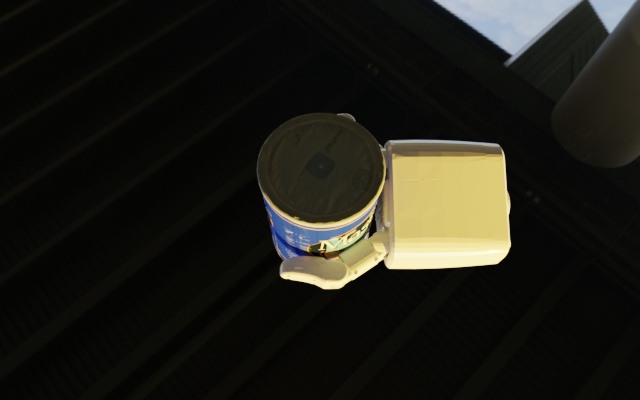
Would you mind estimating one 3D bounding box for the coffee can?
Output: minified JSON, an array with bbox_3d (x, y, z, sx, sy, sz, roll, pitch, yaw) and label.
[{"bbox_3d":[0.000,0.001,0.443,0.103,0.102,0.140,0,-25,-1],"label":"coffee can"}]
